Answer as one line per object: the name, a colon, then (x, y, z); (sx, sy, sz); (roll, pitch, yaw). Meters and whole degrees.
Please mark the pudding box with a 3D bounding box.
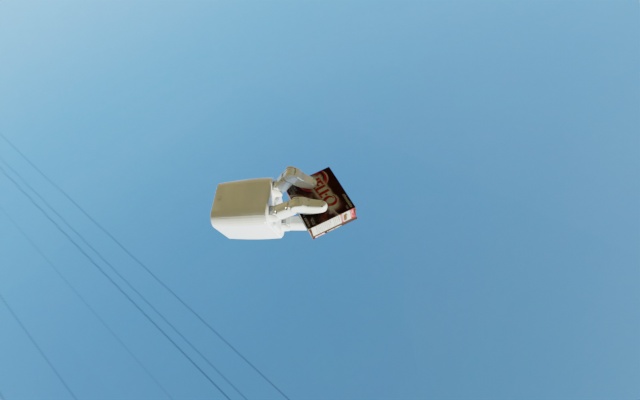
pudding box: (0.000, 0.003, 0.836); (0.090, 0.113, 0.039); (-26, -37, -7)
